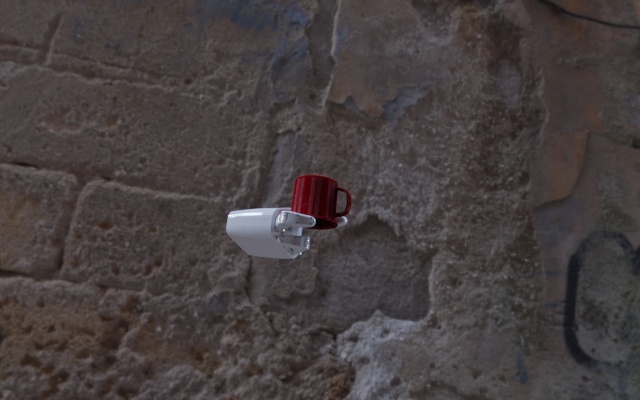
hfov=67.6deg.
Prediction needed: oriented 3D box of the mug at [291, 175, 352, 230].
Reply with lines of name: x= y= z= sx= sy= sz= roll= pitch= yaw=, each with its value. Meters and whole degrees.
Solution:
mug: x=0.001 y=0.003 z=0.869 sx=0.117 sy=0.081 sz=0.093 roll=-2 pitch=-18 yaw=24
